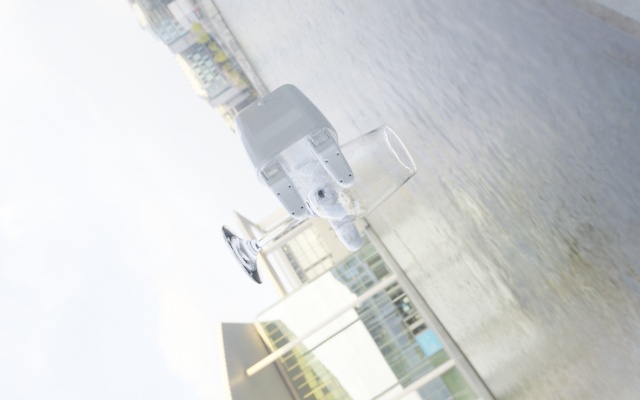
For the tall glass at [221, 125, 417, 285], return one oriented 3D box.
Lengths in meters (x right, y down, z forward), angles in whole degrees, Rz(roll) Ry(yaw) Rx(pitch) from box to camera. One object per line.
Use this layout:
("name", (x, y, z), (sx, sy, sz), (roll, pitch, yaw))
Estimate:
("tall glass", (0.000, 0.002, 0.500), (0.201, 0.079, 0.079), (-33, -1, 1))
